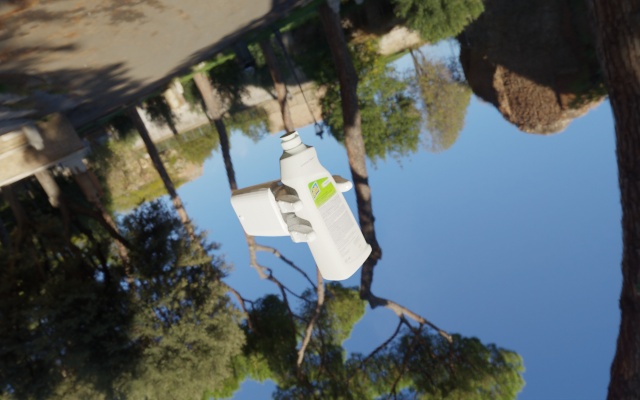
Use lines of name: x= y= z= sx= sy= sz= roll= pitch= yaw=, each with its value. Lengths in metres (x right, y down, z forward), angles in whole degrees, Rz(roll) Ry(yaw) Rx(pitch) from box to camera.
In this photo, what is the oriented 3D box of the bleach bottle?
bleach bottle: x=0.000 y=0.003 z=0.785 sx=0.068 sy=0.251 sz=0.102 roll=-6 pitch=25 yaw=39
